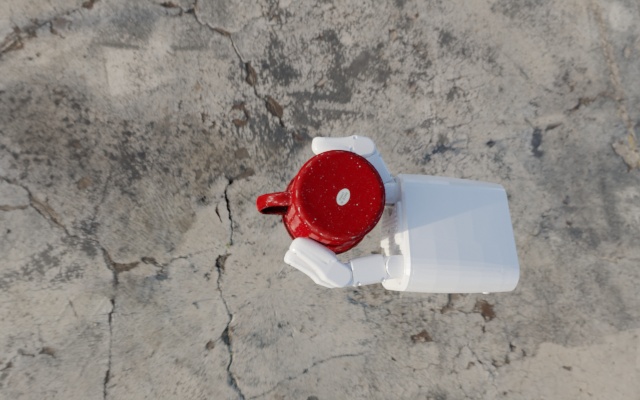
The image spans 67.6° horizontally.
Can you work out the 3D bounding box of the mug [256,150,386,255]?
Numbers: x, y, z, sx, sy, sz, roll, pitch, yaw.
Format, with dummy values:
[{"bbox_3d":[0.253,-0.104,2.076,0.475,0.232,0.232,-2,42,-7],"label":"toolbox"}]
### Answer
[{"bbox_3d":[-0.001,0.001,0.439,0.117,0.093,0.081,2,-11,-7],"label":"mug"}]
